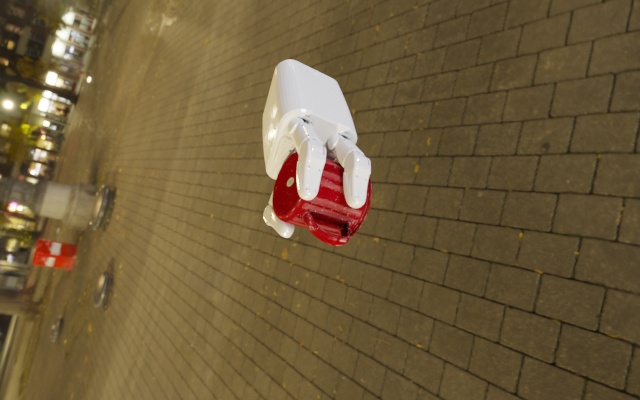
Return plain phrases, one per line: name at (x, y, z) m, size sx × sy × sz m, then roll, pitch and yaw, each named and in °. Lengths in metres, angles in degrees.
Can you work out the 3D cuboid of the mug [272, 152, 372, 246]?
mug at (0.000, 0.003, 0.534) m, size 0.081 × 0.117 × 0.093 m, roll 17°, pitch -49°, yaw -30°
